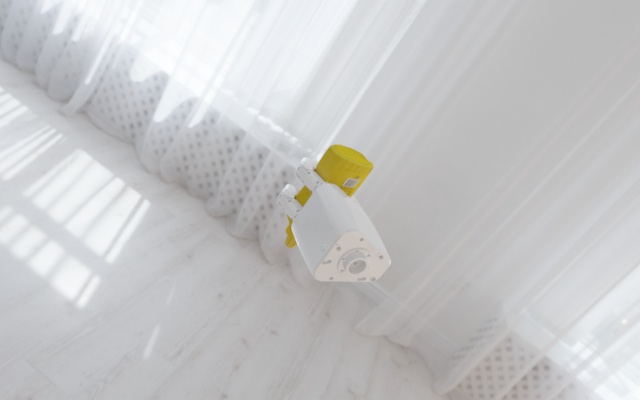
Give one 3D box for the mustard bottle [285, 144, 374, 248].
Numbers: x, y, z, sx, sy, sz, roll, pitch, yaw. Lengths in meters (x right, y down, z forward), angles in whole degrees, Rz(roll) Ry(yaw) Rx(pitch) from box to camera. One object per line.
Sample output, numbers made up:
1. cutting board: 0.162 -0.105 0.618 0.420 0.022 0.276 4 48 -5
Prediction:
1. mustard bottle: 0.000 0.002 0.767 0.058 0.192 0.096 47 24 29
